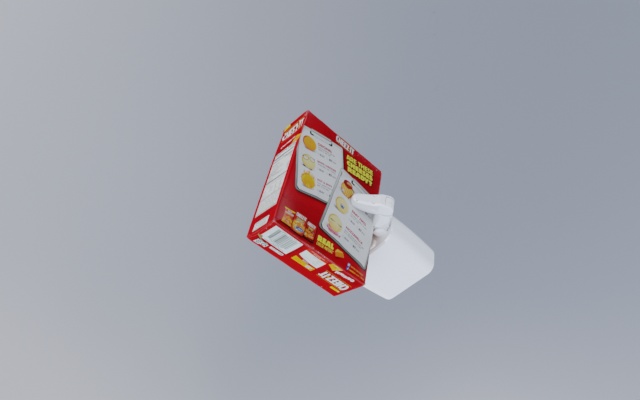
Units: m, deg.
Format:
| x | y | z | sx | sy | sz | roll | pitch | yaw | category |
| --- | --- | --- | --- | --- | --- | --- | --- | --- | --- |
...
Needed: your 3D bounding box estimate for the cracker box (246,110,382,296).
| x | y | z | sx | sy | sz | roll | pitch | yaw | category |
| --- | --- | --- | --- | --- | --- | --- | --- | --- | --- |
| 0.000 | 0.002 | 0.682 | 0.164 | 0.213 | 0.072 | 37 | -46 | -26 | cracker box |
